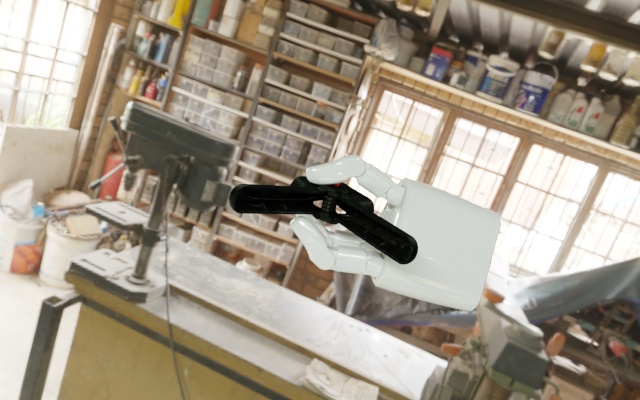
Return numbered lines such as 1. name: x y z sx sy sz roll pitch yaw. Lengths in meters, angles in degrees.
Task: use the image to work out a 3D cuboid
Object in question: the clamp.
1. clamp: 0.001 0.001 0.485 0.164 0.036 0.210 17 11 -5
